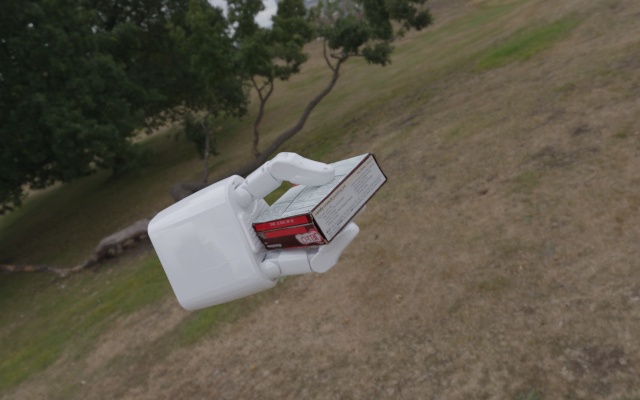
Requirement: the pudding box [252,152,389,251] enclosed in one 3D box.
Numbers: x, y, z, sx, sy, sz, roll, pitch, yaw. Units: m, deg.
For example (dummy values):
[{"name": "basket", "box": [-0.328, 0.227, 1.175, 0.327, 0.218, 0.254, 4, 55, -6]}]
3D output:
[{"name": "pudding box", "box": [0.000, 0.001, 0.469, 0.090, 0.039, 0.113, -10, 27, 47]}]
